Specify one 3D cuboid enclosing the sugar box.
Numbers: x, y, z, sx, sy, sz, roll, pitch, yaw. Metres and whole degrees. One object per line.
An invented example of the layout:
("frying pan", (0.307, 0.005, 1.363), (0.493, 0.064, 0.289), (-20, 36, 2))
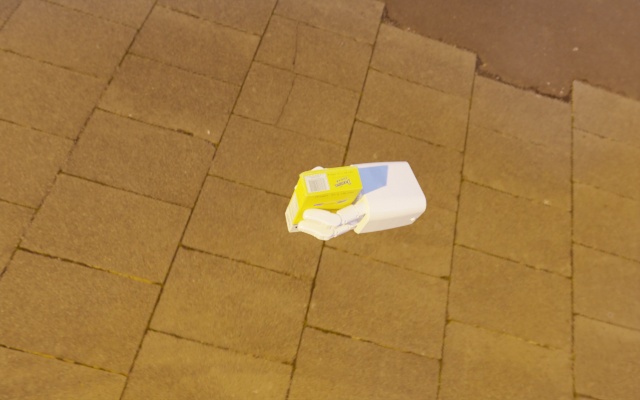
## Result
("sugar box", (0.000, 0.003, 0.796), (0.093, 0.048, 0.176), (-7, -22, -14))
